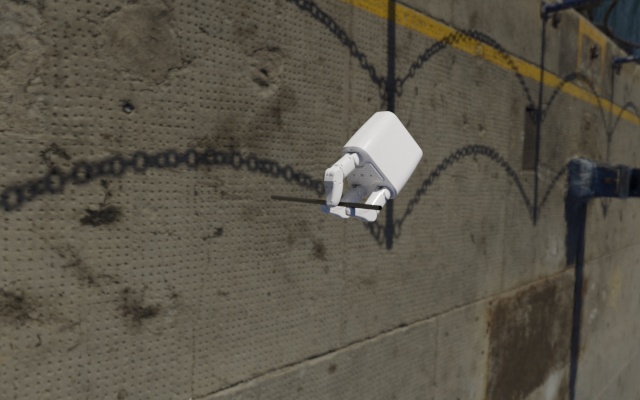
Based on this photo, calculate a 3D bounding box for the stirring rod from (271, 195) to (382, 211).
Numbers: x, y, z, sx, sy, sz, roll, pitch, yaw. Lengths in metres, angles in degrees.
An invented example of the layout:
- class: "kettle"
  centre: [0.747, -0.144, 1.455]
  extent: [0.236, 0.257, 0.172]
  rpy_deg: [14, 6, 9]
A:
- class: "stirring rod"
  centre: [0.000, 0.002, 0.764]
  extent: [0.239, 0.011, 0.011]
  rpy_deg: [6, 4, 45]
